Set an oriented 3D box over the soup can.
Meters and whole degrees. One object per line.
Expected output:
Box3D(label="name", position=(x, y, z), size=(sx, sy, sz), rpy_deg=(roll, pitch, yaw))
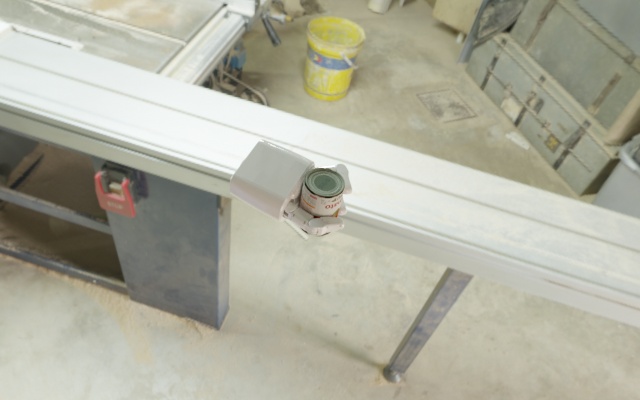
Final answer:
Box3D(label="soup can", position=(0.001, 0.003, 0.798), size=(0.068, 0.068, 0.102), rpy_deg=(0, -41, -11))
